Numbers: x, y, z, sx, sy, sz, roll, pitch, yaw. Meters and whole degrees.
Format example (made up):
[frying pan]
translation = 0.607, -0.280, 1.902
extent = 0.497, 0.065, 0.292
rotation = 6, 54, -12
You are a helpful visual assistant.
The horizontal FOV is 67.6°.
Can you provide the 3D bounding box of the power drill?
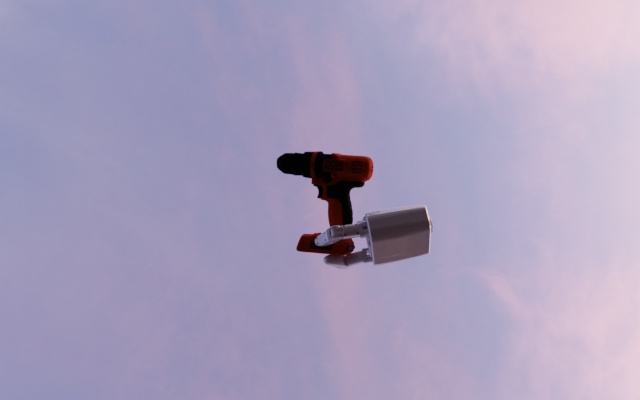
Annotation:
[power drill]
translation = 0.000, 0.003, 0.882
extent = 0.184, 0.187, 0.057
rotation = 5, 1, 18
